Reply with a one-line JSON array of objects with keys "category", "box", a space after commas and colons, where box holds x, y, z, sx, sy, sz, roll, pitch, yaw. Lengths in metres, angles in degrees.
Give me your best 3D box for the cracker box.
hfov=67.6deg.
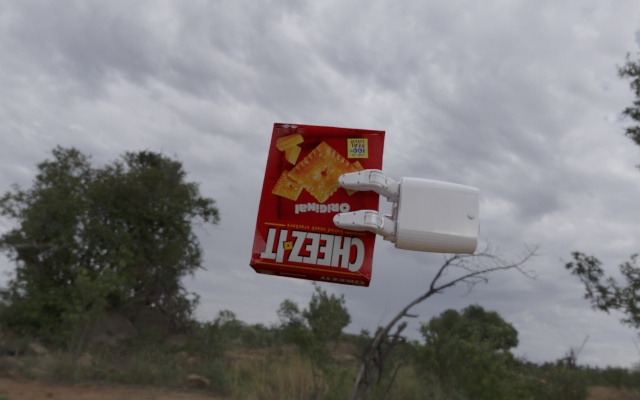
[{"category": "cracker box", "box": [0.000, 0.002, 0.671, 0.164, 0.213, 0.072, 6, -17, 6]}]
